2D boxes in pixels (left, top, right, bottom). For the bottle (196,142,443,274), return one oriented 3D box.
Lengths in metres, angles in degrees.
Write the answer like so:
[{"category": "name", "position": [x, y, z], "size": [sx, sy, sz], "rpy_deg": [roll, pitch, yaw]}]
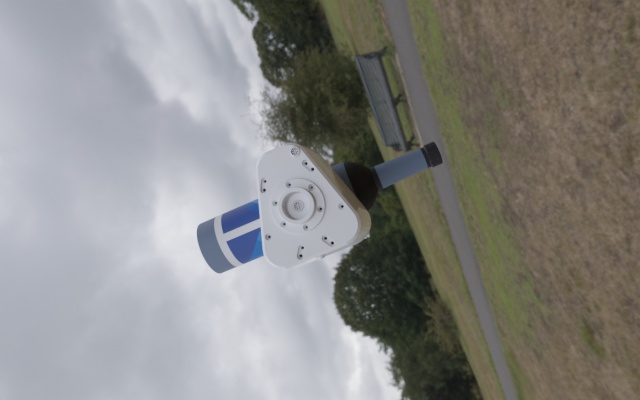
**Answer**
[{"category": "bottle", "position": [0.000, 0.002, 0.565], "size": [0.296, 0.069, 0.069], "rpy_deg": [-23, -3, 8]}]
